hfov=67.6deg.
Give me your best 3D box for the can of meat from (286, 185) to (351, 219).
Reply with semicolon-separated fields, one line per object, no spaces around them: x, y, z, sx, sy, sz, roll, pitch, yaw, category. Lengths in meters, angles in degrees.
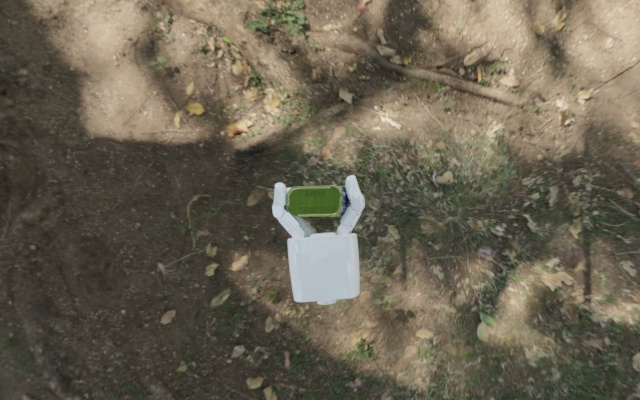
0.000;0.003;0.820;0.102;0.057;0.084;-2;-2;16;can of meat
